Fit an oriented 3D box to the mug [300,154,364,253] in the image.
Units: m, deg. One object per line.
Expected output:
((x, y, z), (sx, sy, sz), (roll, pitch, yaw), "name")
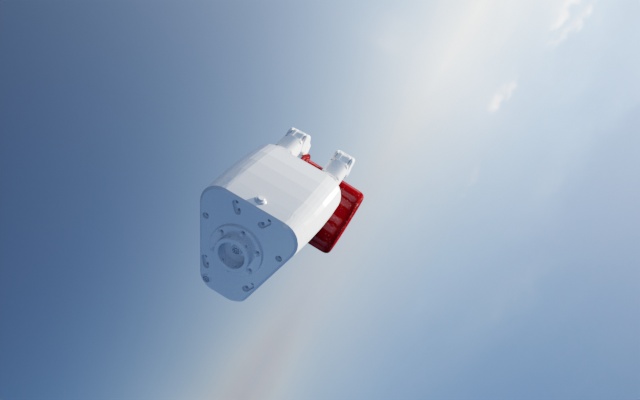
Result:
((0.001, 0.001, 0.556), (0.081, 0.093, 0.117), (32, 33, 6), "mug")
